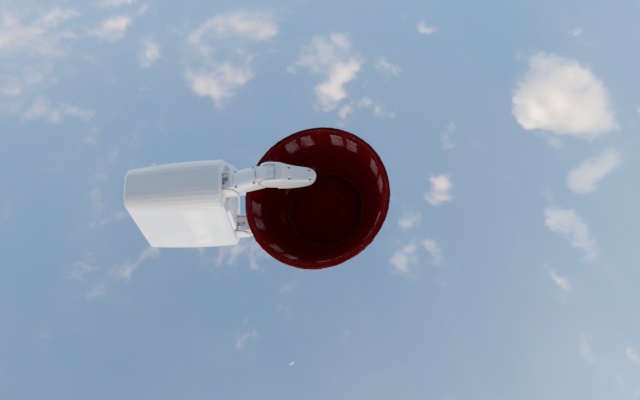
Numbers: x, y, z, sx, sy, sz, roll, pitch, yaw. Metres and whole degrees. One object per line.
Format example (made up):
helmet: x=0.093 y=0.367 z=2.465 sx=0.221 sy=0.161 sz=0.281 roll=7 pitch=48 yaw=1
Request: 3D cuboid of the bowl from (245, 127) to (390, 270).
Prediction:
bowl: x=0.001 y=0.002 z=0.538 sx=0.162 sy=0.162 sz=0.055 roll=0 pitch=-18 yaw=14
